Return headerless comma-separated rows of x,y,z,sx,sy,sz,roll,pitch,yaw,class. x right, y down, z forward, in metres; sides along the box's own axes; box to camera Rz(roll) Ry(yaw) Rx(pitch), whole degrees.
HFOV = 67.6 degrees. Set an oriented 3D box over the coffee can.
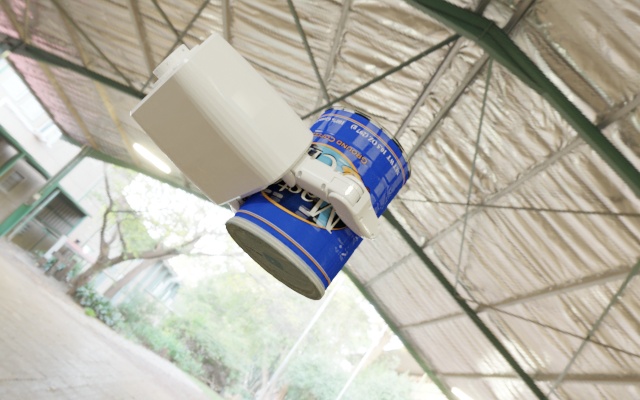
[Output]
0.000,0.002,0.424,0.103,0.140,0.103,33,-21,15,coffee can
